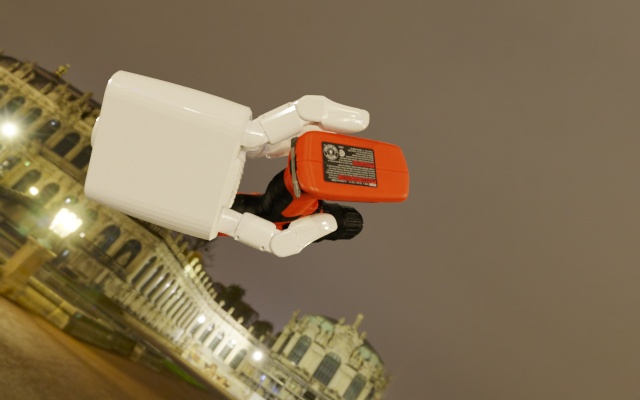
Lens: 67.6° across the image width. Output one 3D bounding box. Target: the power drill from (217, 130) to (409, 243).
[{"bbox_3d":[0.000,0.001,0.468,0.184,0.057,0.188,3,-20,-29],"label":"power drill"}]
